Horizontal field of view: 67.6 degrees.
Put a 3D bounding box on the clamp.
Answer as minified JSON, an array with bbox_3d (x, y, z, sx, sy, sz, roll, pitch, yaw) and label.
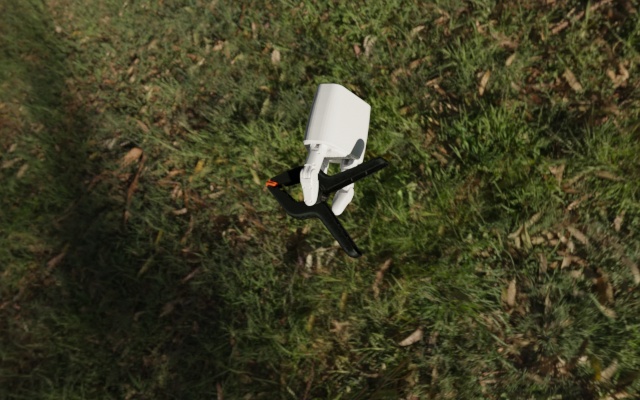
[{"bbox_3d":[-0.001,0.002,0.787,0.210,0.164,0.036,6,-12,27],"label":"clamp"}]
